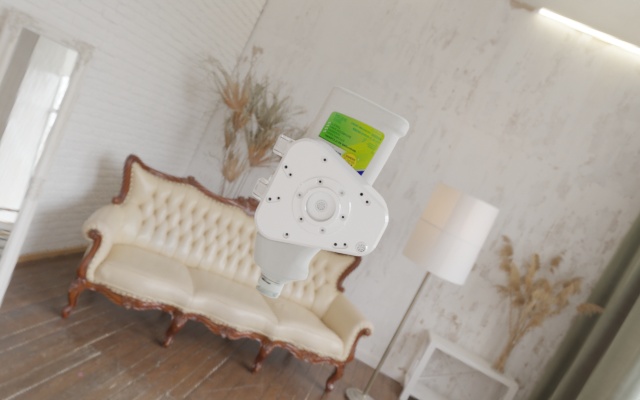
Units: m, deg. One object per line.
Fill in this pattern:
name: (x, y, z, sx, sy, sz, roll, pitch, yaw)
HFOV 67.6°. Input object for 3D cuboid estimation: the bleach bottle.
bleach bottle: (0.000, 0.002, 0.556, 0.102, 0.251, 0.068, 27, 5, 3)
